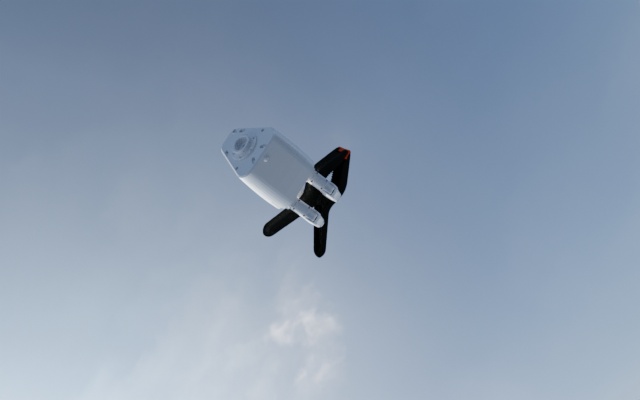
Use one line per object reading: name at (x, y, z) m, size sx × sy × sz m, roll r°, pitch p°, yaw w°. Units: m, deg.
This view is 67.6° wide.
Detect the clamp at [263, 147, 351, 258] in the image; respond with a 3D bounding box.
clamp at (0.000, 0.002, 0.871) m, size 0.036 × 0.210 × 0.165 m, roll 27°, pitch -8°, yaw 40°
